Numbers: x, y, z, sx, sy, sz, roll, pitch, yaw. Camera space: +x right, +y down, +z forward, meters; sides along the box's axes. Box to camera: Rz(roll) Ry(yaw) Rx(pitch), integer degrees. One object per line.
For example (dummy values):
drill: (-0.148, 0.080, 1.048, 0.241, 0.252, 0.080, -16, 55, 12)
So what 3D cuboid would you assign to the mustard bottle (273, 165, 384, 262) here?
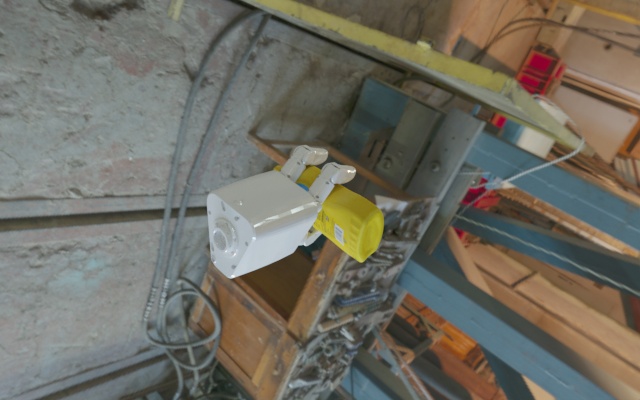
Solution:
mustard bottle: (0.001, 0.002, 0.680, 0.191, 0.096, 0.058, 35, 60, 30)
